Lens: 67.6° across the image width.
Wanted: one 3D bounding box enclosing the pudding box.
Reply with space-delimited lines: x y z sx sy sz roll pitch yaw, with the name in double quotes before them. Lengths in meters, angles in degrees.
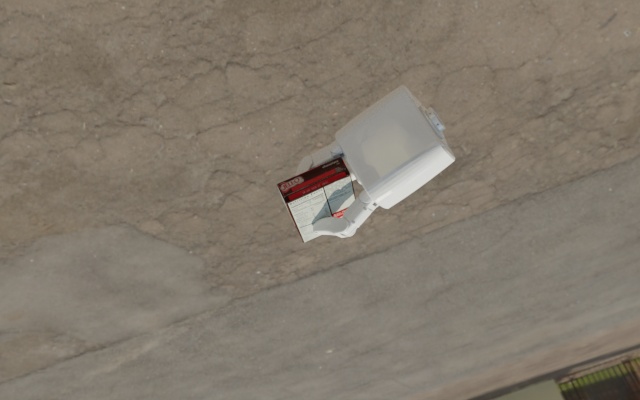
"pudding box" 0.000 0.002 0.634 0.090 0.039 0.114 -23 -35 -4
